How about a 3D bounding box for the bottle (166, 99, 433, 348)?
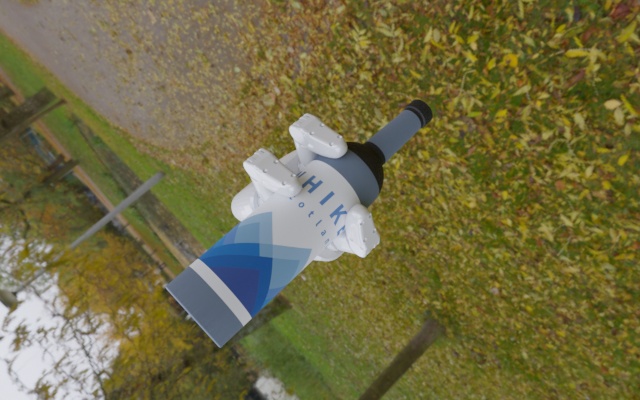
[{"bbox_3d":[0.000,0.002,0.433,0.295,0.069,0.069,-42,17,-20],"label":"bottle"}]
